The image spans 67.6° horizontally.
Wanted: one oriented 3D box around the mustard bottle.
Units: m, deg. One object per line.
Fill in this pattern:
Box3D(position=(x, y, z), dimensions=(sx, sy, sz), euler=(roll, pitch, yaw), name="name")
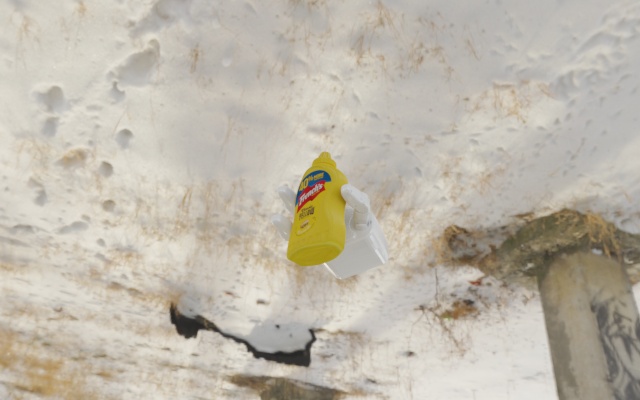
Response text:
Box3D(position=(0.000, 0.002, 0.744), dimensions=(0.058, 0.191, 0.096), euler=(32, -41, -32), name="mustard bottle")
